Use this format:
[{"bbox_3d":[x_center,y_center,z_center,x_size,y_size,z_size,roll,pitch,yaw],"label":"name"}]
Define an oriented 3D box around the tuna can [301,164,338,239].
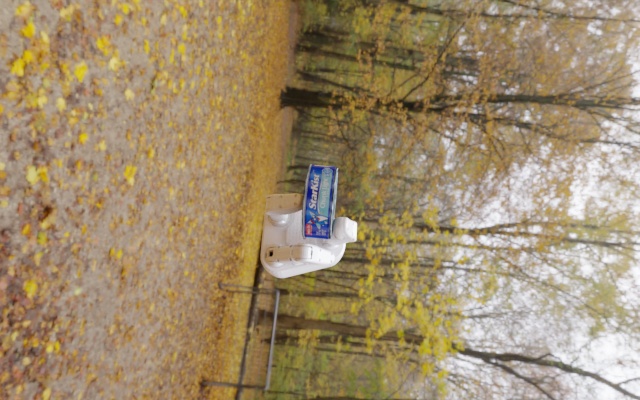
[{"bbox_3d":[0.001,0.002,0.553,0.034,0.086,0.086,5,0,4],"label":"tuna can"}]
